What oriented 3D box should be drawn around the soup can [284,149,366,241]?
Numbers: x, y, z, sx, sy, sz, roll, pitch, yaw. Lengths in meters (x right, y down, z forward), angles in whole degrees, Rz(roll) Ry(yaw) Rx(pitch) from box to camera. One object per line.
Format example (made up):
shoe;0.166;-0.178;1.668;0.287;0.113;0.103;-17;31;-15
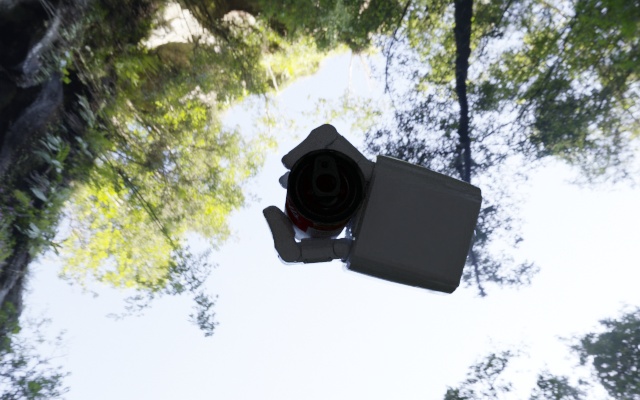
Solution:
soup can;0.000;0.002;0.452;0.068;0.068;0.102;0;-16;-7
